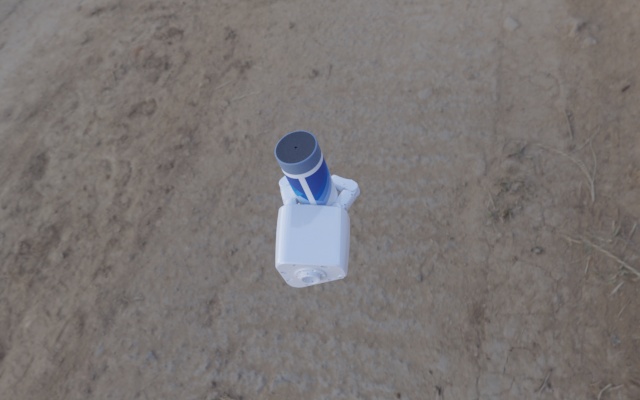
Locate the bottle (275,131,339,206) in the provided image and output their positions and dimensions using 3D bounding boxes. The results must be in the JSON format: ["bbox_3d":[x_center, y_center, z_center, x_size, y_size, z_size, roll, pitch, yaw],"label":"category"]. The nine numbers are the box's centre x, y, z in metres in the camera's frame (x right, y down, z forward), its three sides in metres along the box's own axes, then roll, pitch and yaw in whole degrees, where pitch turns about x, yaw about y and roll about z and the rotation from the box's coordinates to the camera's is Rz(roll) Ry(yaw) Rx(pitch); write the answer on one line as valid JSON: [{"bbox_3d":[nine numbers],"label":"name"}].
[{"bbox_3d":[0.000,0.002,0.822,0.069,0.069,0.296,0,-34,17],"label":"bottle"}]
